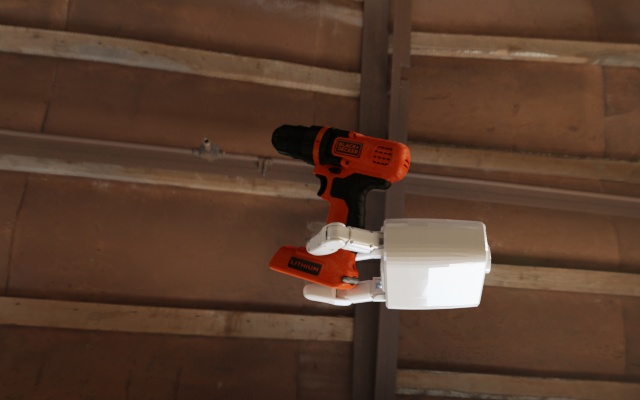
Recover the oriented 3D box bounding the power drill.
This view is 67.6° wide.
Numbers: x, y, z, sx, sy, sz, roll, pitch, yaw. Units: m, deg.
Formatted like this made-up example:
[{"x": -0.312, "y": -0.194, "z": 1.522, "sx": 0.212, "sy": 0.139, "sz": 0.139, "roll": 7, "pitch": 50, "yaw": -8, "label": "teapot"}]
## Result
[{"x": 0.000, "y": 0.002, "z": 0.580, "sx": 0.184, "sy": 0.187, "sz": 0.057, "roll": 14, "pitch": -4, "yaw": 27, "label": "power drill"}]
